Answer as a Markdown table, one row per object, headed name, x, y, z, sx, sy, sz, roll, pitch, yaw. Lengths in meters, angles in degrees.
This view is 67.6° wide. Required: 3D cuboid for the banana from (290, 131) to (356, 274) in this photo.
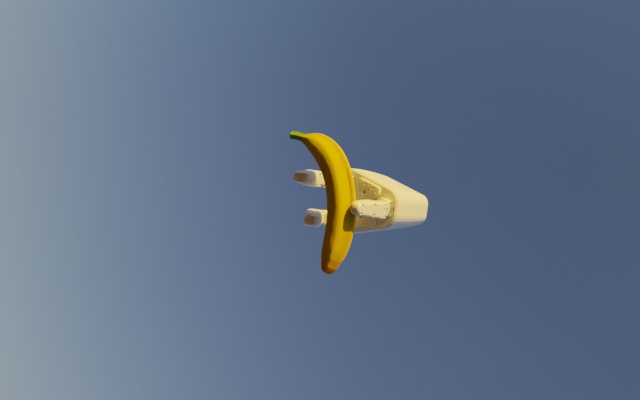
| name | x | y | z | sx | sy | sz | roll | pitch | yaw |
| --- | --- | --- | --- | --- | --- | --- | --- | --- | --- |
| banana | 0.014 | -0.006 | 0.622 | 0.069 | 0.197 | 0.037 | -19 | -12 | 32 |
